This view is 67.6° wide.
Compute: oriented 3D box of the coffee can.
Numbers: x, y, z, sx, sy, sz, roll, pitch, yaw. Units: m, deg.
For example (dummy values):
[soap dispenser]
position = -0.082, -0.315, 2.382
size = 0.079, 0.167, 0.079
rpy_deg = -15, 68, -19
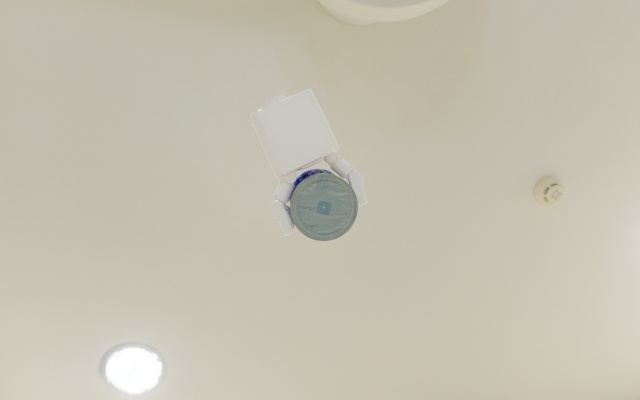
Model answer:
[coffee can]
position = 0.000, 0.003, 0.783
size = 0.103, 0.103, 0.140
rpy_deg = 0, 7, -5
